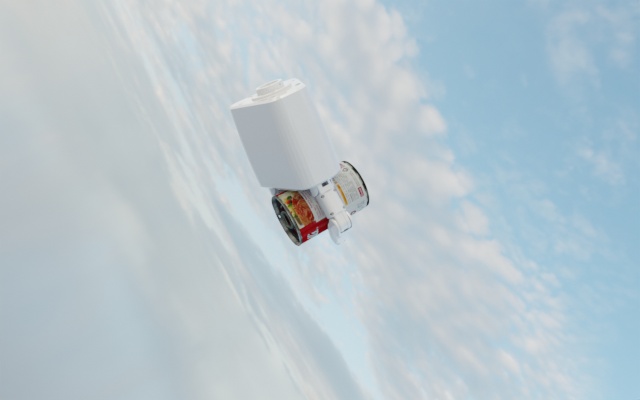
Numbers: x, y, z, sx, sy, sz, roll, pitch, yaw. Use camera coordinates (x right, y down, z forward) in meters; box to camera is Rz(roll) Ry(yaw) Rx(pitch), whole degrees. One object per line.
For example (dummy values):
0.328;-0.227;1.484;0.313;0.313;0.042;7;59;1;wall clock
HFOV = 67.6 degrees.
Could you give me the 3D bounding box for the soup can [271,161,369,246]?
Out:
0.001;0.002;0.587;0.102;0.068;0.068;-29;9;-17;soup can
